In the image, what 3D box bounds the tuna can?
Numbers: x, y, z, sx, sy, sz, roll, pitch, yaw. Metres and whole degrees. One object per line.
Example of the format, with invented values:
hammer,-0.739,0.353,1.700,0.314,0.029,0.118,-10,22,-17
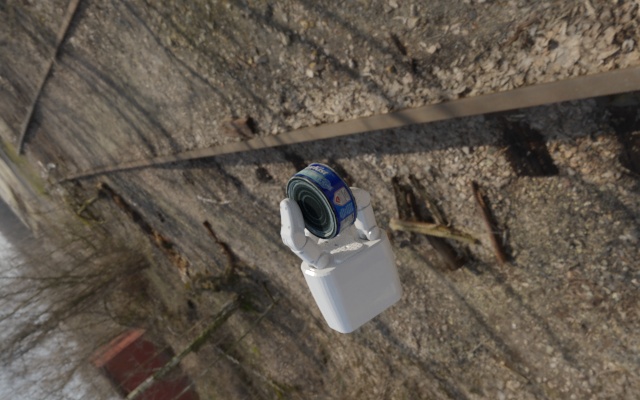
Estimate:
tuna can,0.000,0.002,0.547,0.033,0.086,0.086,-34,19,-30
